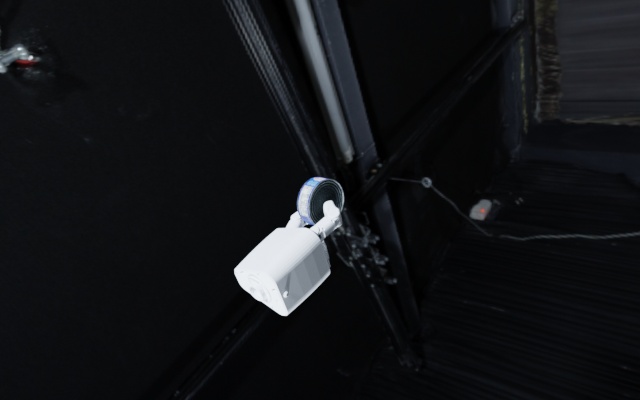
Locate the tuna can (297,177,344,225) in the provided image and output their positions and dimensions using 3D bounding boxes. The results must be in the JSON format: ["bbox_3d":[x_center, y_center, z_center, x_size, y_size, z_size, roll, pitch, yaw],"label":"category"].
[{"bbox_3d":[0.000,0.003,0.830,0.033,0.086,0.086,14,10,43],"label":"tuna can"}]
